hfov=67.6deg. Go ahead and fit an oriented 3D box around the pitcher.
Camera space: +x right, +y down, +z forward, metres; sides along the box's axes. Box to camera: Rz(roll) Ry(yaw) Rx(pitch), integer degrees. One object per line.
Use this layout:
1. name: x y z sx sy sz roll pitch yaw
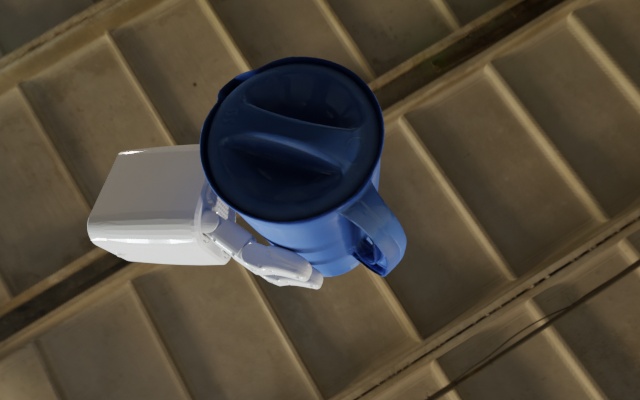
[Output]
1. pitcher: 0.000 0.001 0.438 0.145 0.149 0.243 -2 -21 8
